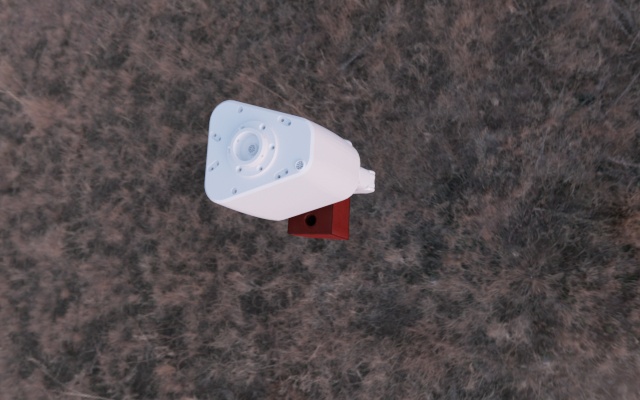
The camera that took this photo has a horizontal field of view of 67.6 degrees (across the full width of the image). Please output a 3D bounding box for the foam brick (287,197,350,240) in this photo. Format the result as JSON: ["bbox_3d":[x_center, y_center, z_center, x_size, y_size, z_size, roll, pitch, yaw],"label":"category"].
[{"bbox_3d":[0.000,0.002,0.515,0.053,0.078,0.051,-1,-8,23],"label":"foam brick"}]
